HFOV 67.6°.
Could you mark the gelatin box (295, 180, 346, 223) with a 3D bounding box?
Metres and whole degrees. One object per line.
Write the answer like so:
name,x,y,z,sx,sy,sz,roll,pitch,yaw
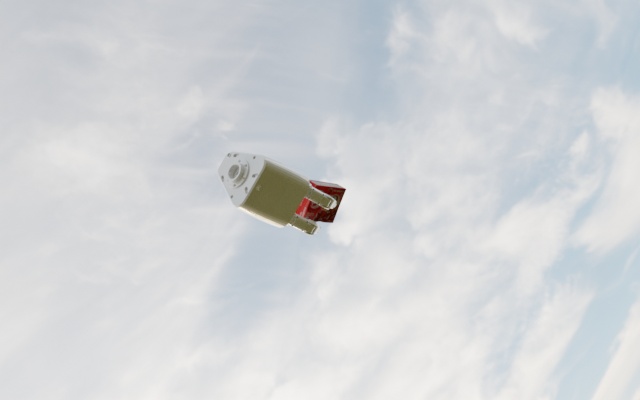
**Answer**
gelatin box,0.000,0.003,0.885,0.030,0.073,0.089,31,17,39
